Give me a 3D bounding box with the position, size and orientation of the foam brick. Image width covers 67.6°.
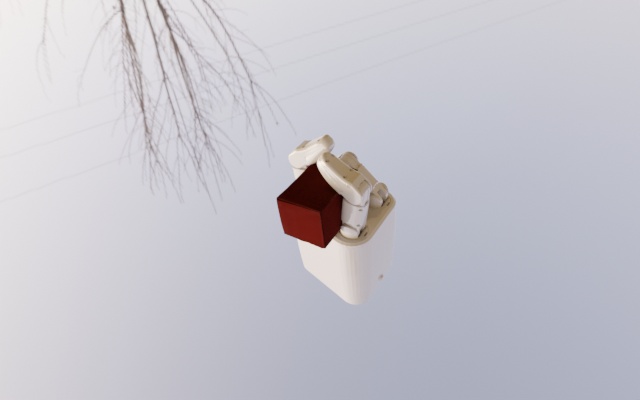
[{"bbox_3d":[0.000,0.002,0.494,0.053,0.051,0.078,19,46,26],"label":"foam brick"}]
